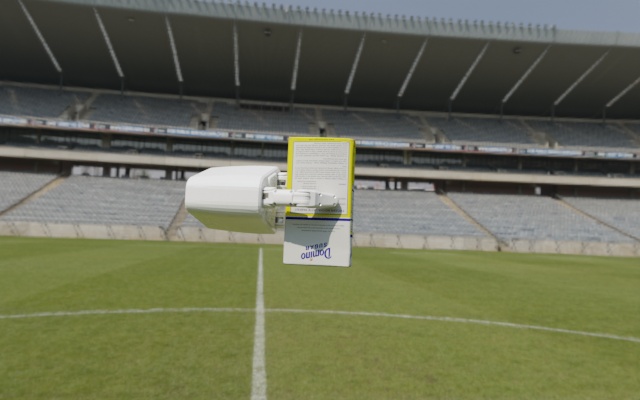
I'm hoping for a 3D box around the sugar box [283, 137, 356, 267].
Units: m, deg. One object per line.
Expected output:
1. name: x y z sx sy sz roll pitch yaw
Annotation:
1. sugar box: 0.000 0.002 0.664 0.093 0.176 0.048 2 -3 9
